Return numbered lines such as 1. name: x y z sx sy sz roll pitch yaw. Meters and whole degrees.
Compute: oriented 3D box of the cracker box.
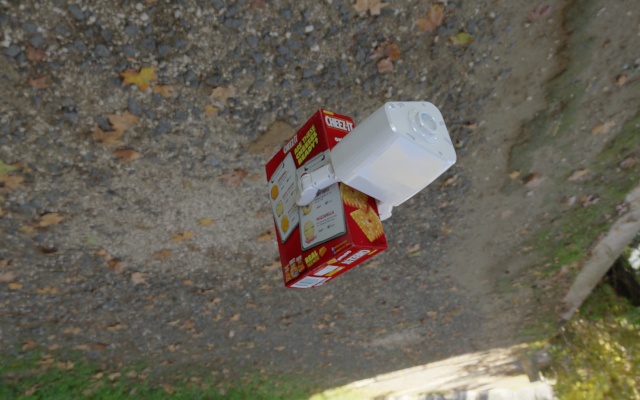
1. cracker box: 0.000 0.002 0.703 0.072 0.213 0.164 9 -32 -36
